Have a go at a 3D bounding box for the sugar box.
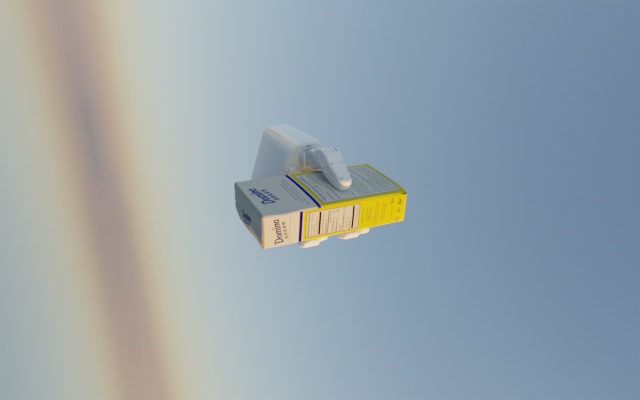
[{"bbox_3d":[0.000,0.002,0.544,0.176,0.048,0.093,-12,29,-24],"label":"sugar box"}]
